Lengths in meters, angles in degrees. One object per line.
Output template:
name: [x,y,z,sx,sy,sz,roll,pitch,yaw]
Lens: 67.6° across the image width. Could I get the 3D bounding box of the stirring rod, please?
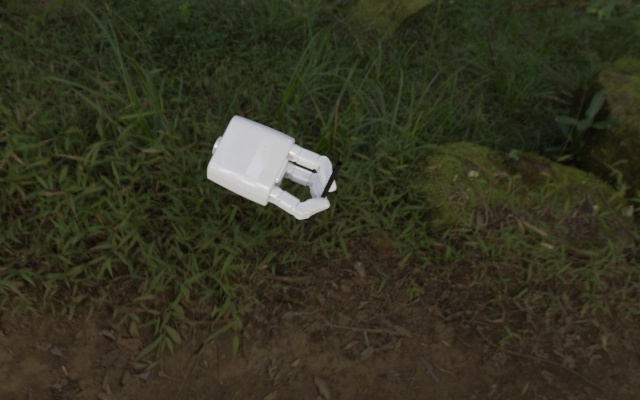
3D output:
stirring rod: [0.000,0.003,0.786,0.011,0.011,0.240,0,-28,-15]
